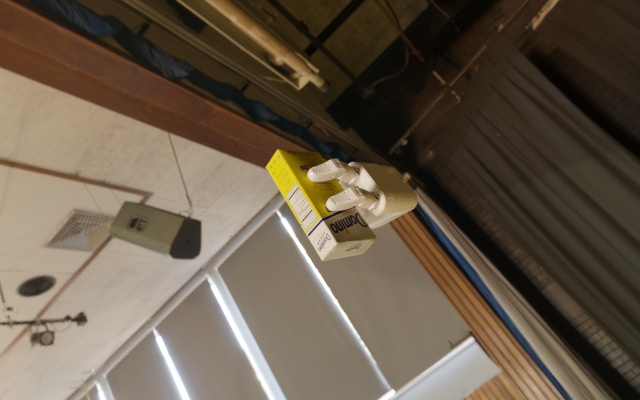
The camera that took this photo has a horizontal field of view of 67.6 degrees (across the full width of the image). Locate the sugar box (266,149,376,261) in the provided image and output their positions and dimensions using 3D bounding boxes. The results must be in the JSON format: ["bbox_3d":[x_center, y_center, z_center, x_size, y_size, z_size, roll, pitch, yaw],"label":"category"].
[{"bbox_3d":[0.000,0.002,0.702,0.093,0.176,0.048,-3,-41,-48],"label":"sugar box"}]
